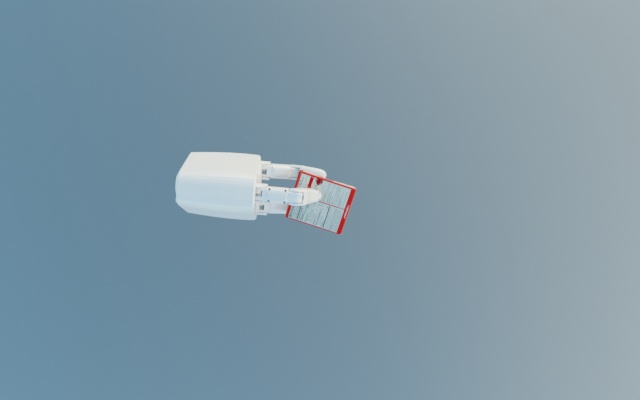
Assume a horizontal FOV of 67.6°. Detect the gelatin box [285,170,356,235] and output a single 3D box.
[{"bbox_3d":[0.000,0.002,0.711,0.089,0.073,0.030,18,7,-2],"label":"gelatin box"}]
